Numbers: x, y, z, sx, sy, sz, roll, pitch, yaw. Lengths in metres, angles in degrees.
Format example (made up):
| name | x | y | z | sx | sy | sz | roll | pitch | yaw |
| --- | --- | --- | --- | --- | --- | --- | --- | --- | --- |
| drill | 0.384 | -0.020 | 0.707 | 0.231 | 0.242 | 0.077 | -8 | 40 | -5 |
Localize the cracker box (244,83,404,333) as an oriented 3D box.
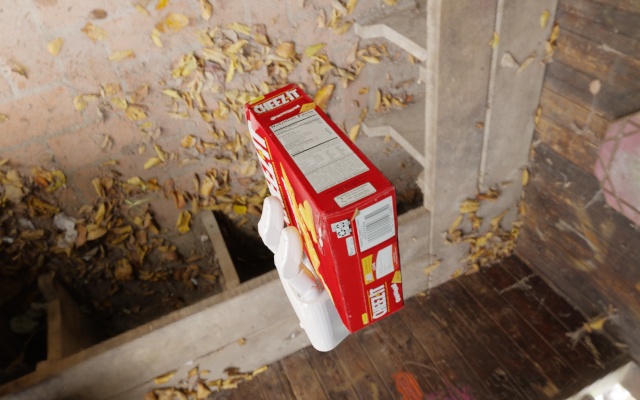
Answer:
| name | x | y | z | sx | sy | sz | roll | pitch | yaw |
| --- | --- | --- | --- | --- | --- | --- | --- | --- | --- |
| cracker box | 0.000 | 0.002 | 0.492 | 0.072 | 0.164 | 0.213 | -24 | 43 | -12 |
